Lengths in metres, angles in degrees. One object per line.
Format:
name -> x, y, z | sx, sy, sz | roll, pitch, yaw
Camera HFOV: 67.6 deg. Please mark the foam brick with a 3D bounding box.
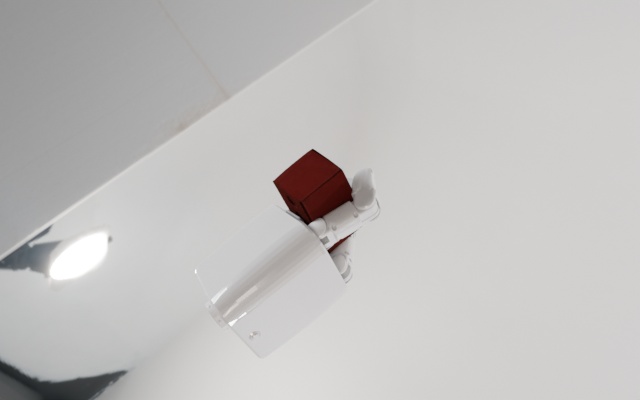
foam brick -> 0.000, 0.001, 0.460 | 0.051, 0.078, 0.053 | -38, 41, -12
